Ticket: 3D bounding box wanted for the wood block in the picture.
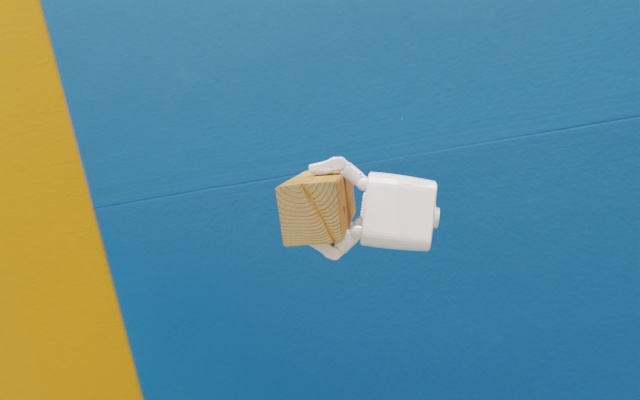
[{"bbox_3d":[0.000,0.002,0.779,0.090,0.091,0.206,-5,9,10],"label":"wood block"}]
